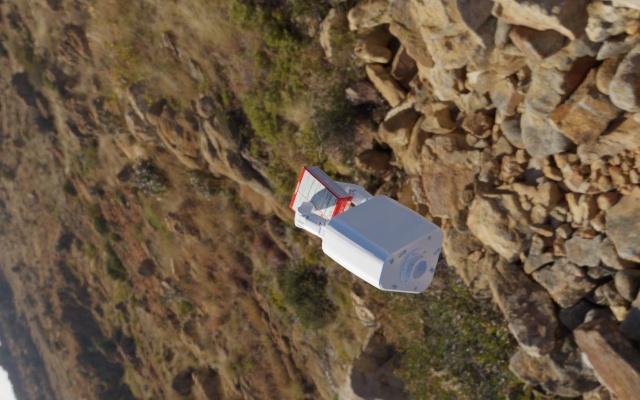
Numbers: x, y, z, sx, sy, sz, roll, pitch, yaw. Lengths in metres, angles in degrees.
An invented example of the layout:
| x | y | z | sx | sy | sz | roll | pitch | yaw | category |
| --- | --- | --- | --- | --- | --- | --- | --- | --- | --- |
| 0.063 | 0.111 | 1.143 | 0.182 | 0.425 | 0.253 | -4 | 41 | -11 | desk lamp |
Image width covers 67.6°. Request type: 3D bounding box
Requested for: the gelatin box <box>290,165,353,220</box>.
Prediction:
| x | y | z | sx | sy | sz | roll | pitch | yaw | category |
| --- | --- | --- | --- | --- | --- | --- | --- | --- | --- |
| 0.000 | 0.002 | 0.697 | 0.030 | 0.073 | 0.089 | -11 | 42 | -42 | gelatin box |
